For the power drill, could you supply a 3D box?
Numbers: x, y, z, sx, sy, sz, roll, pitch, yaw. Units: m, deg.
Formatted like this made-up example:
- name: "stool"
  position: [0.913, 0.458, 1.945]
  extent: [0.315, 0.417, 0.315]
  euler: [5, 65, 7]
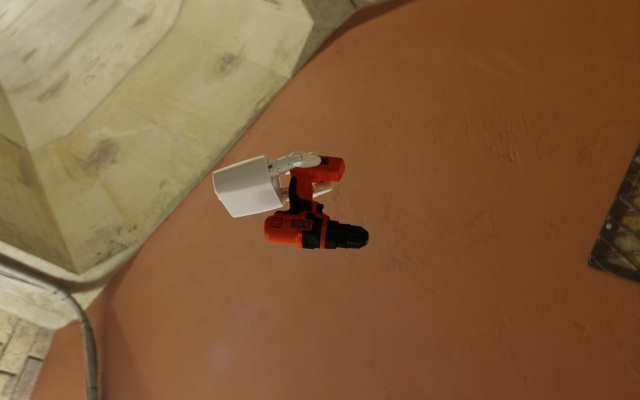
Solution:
- name: "power drill"
  position: [0.000, 0.002, 0.867]
  extent: [0.184, 0.187, 0.057]
  euler: [6, -39, 2]
